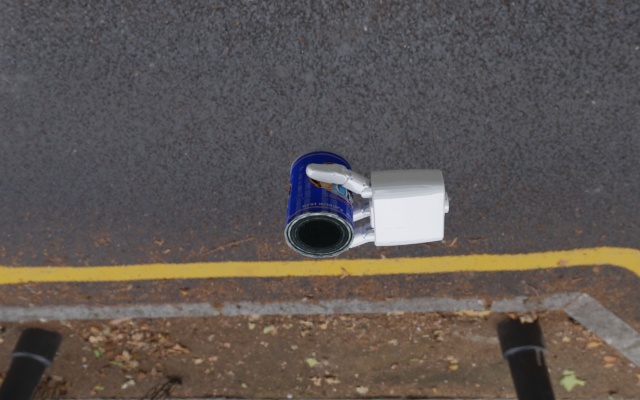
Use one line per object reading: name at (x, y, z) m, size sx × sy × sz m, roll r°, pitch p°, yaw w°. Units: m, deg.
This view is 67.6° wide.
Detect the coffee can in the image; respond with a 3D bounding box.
coffee can at (0.000, 0.002, 0.742) m, size 0.103 × 0.140 × 0.103 m, roll 1°, pitch -44°, yaw 1°
